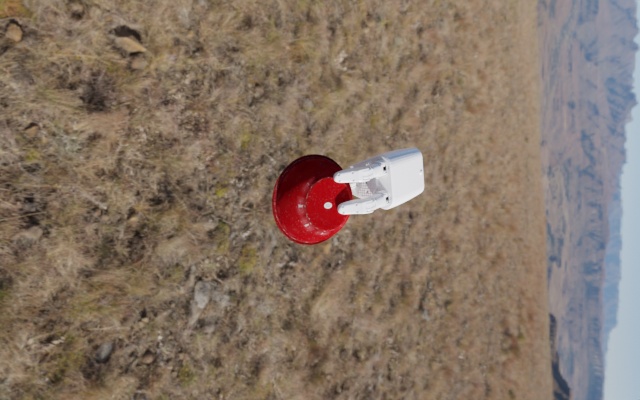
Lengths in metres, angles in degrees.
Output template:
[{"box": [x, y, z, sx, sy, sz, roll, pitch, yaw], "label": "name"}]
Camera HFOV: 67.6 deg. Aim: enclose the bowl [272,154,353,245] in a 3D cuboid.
[{"box": [-0.001, 0.003, 0.818, 0.162, 0.162, 0.055, 0, 8, -32], "label": "bowl"}]
